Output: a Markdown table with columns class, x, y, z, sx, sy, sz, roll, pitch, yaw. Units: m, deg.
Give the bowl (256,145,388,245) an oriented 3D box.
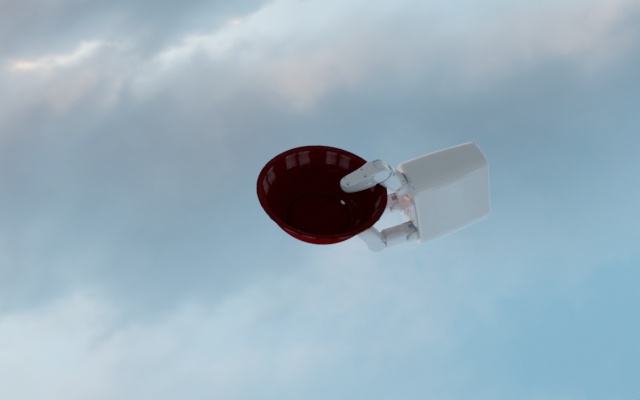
| class | x | y | z | sx | sy | sz | roll | pitch | yaw |
| --- | --- | --- | --- | --- | --- | --- | --- | --- | --- |
| bowl | -0.001 | 0.002 | 0.603 | 0.162 | 0.162 | 0.055 | 0 | -43 | -8 |
